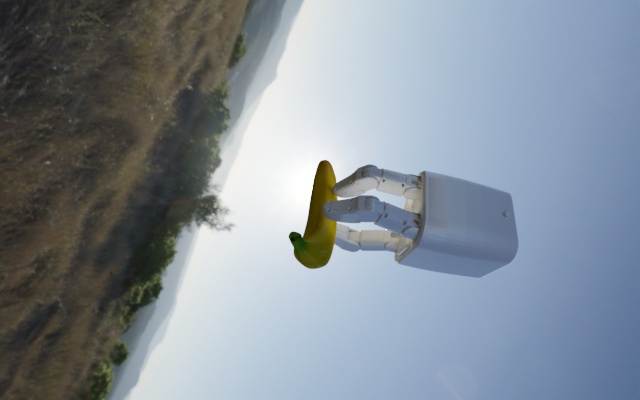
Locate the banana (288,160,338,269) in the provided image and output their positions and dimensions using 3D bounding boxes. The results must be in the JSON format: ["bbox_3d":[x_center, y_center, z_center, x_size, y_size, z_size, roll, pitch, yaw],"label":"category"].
[{"bbox_3d":[0.000,0.020,0.532,0.037,0.070,0.197,3,26,6],"label":"banana"}]
